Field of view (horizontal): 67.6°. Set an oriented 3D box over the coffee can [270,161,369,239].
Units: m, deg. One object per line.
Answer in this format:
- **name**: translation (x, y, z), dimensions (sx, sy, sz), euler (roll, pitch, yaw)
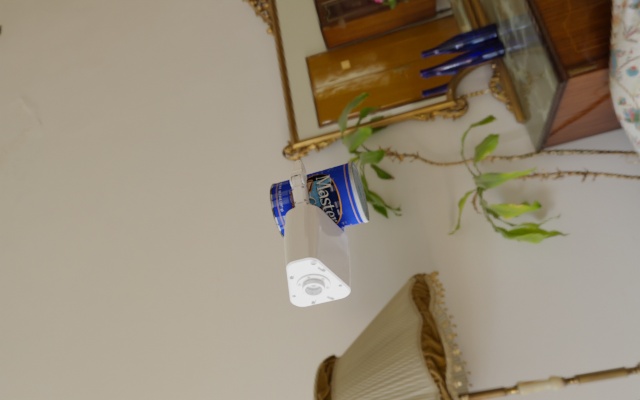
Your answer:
- **coffee can**: translation (0.000, 0.002, 0.792), dimensions (0.140, 0.103, 0.103), euler (-15, -3, 11)
